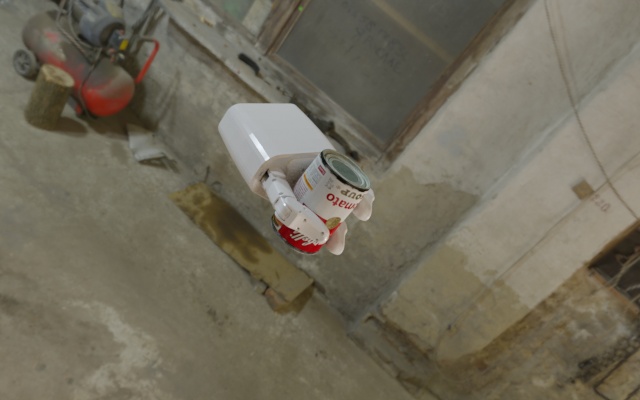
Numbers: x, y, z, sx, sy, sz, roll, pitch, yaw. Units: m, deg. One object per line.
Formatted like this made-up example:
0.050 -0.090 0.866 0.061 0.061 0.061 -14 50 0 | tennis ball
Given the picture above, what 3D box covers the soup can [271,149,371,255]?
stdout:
0.000 0.002 0.532 0.068 0.102 0.068 31 25 -16 | soup can
